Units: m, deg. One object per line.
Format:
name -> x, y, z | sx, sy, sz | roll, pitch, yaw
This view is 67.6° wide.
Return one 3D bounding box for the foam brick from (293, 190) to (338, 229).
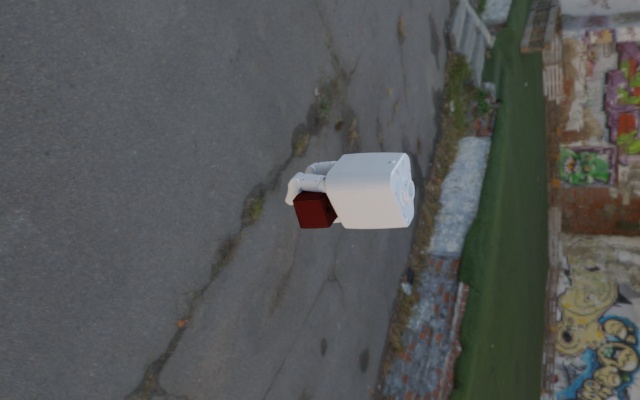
foam brick -> 0.000, 0.003, 0.757 | 0.051, 0.053, 0.078 | -2, 30, 30
